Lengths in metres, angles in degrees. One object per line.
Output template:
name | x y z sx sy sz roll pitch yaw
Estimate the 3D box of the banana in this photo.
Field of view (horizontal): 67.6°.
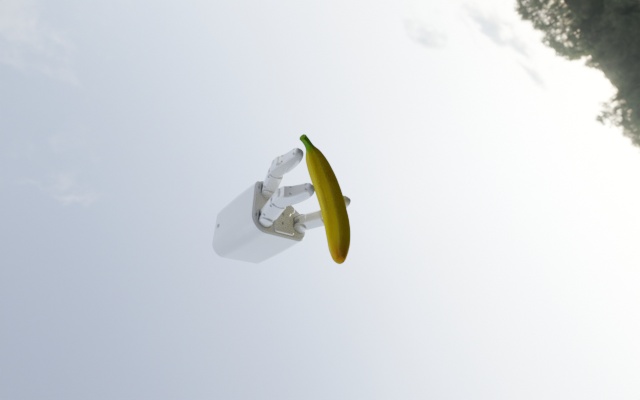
banana | 0.009 0.002 0.689 0.037 0.197 0.069 -29 -23 26
